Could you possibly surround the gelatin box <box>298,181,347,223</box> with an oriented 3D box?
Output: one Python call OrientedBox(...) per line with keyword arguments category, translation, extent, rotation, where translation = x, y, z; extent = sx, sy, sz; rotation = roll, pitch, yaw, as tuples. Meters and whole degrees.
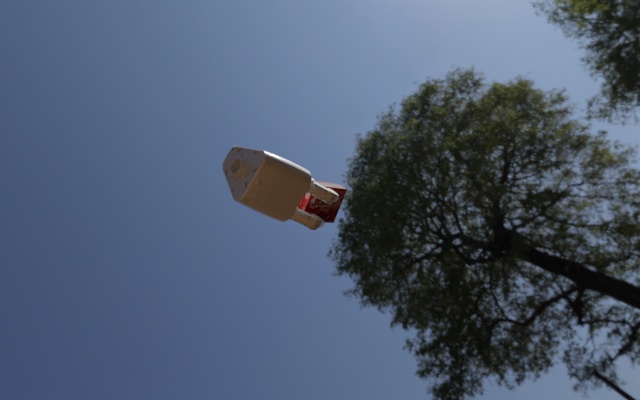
OrientedBox(category="gelatin box", translation=(0.000, 0.003, 0.893), extent=(0.089, 0.073, 0.030), rotation=(6, 22, -44))
